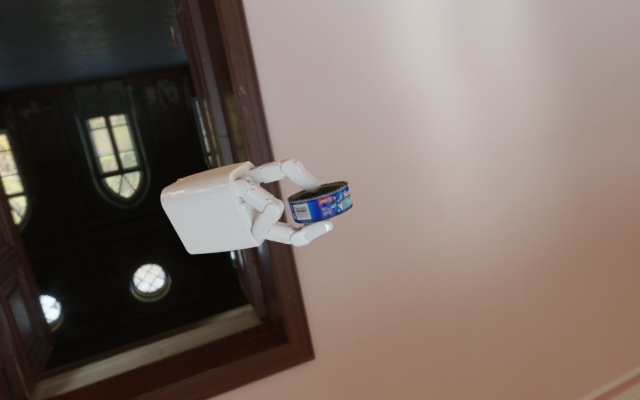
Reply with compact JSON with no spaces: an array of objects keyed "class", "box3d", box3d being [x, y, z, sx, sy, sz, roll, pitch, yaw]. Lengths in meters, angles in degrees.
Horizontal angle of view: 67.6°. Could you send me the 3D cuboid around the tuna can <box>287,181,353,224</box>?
[{"class":"tuna can","box3d":[0.000,0.003,0.650,0.086,0.034,0.086,-15,11,3]}]
